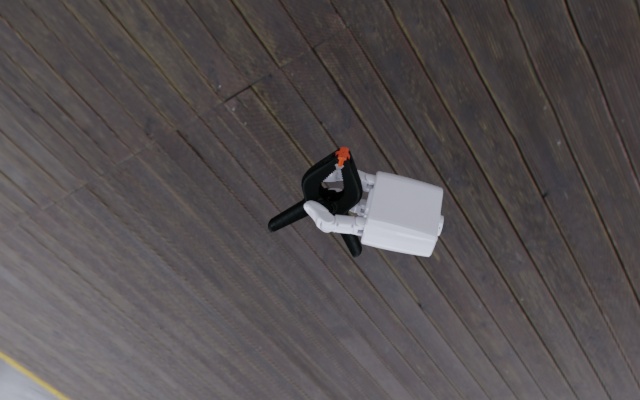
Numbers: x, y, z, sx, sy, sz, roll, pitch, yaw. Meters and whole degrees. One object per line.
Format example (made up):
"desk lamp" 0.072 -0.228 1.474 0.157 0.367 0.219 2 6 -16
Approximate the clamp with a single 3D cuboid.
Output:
"clamp" 0.000 0.003 0.753 0.164 0.210 0.036 11 43 3
